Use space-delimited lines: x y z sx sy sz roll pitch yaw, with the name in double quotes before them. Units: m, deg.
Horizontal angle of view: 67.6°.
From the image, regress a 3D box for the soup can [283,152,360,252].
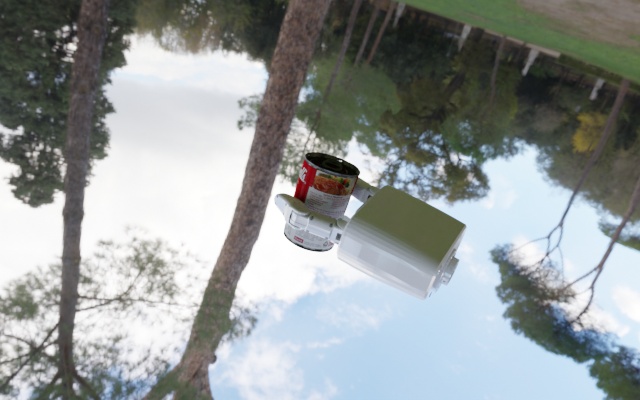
"soup can" 0.000 0.002 0.571 0.068 0.102 0.068 16 21 -6
